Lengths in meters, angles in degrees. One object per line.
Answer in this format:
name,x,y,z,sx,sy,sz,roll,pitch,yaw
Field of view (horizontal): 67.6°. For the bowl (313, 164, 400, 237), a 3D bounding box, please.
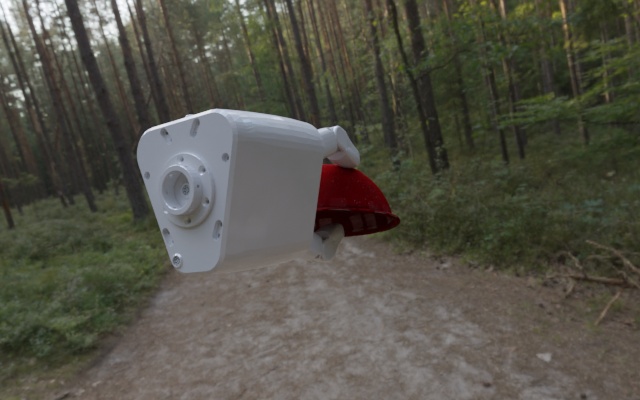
bowl,0.000,0.001,0.498,0.162,0.055,0.162,-1,-13,0
